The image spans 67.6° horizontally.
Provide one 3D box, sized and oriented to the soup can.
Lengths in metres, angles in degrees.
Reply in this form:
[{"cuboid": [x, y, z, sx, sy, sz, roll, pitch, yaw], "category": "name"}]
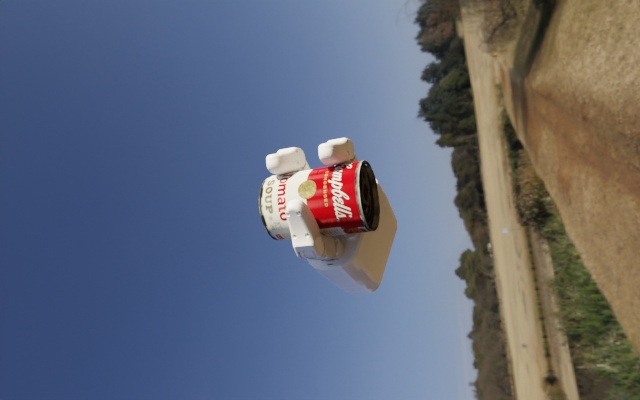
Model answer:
[{"cuboid": [0.000, 0.001, 0.467, 0.102, 0.068, 0.068, -7, -3, 21], "category": "soup can"}]
